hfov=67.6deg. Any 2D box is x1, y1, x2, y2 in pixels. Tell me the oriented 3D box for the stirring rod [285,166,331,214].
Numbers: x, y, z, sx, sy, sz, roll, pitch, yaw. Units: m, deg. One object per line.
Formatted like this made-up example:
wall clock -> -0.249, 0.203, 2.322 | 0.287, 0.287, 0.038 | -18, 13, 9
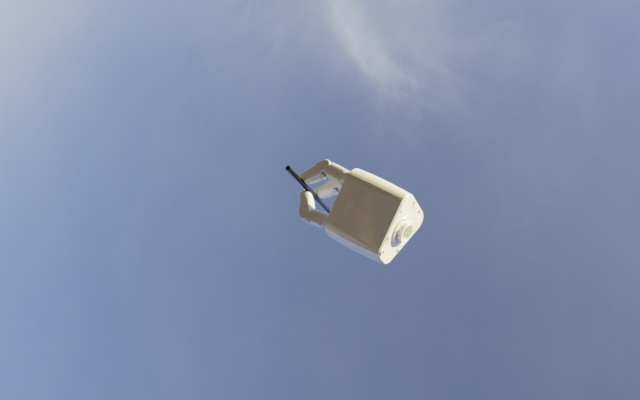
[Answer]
stirring rod -> 0.000, 0.003, 0.834 | 0.011, 0.011, 0.240 | 0, -26, 28
